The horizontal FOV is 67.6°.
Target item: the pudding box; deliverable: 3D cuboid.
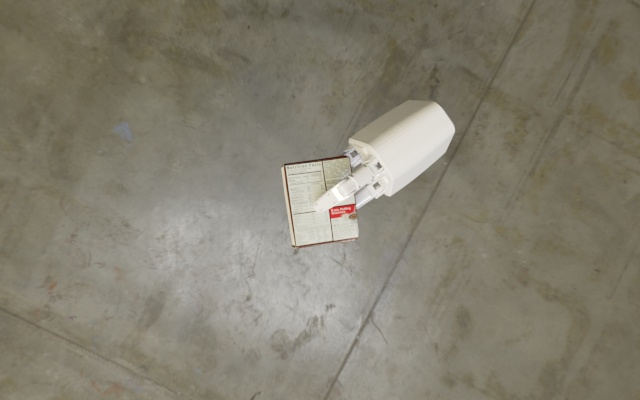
[{"bbox_3d":[0.000,0.002,0.630,0.090,0.113,0.039,-8,-1,-8],"label":"pudding box"}]
